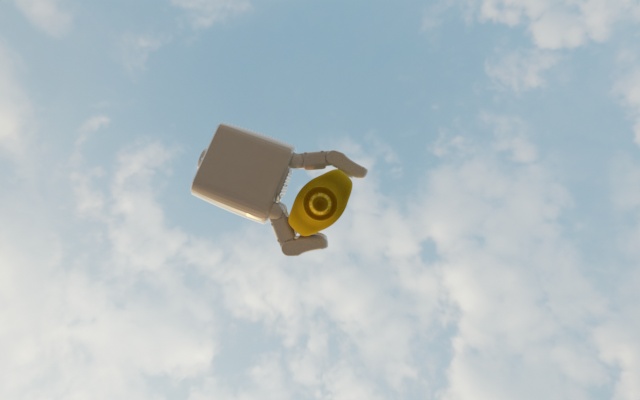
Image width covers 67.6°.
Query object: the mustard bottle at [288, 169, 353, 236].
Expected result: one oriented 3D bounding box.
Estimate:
[{"bbox_3d":[0.000,0.002,0.621,0.058,0.096,0.191,45,1,0],"label":"mustard bottle"}]
